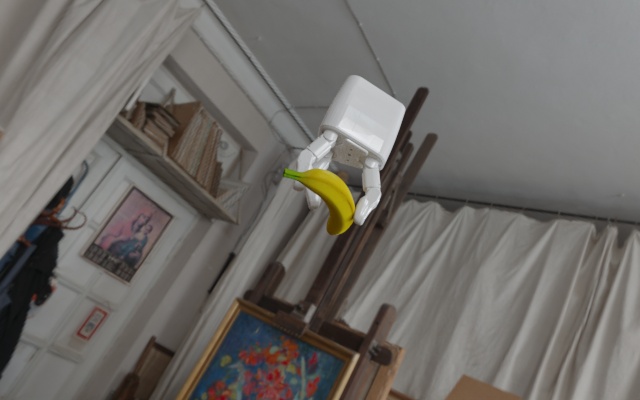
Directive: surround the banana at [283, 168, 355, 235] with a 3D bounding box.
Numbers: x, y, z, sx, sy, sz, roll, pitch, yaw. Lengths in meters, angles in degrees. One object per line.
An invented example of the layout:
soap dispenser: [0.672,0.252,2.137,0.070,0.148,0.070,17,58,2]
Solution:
banana: [0.016,0.003,0.682,0.069,0.037,0.198,10,-25,26]
